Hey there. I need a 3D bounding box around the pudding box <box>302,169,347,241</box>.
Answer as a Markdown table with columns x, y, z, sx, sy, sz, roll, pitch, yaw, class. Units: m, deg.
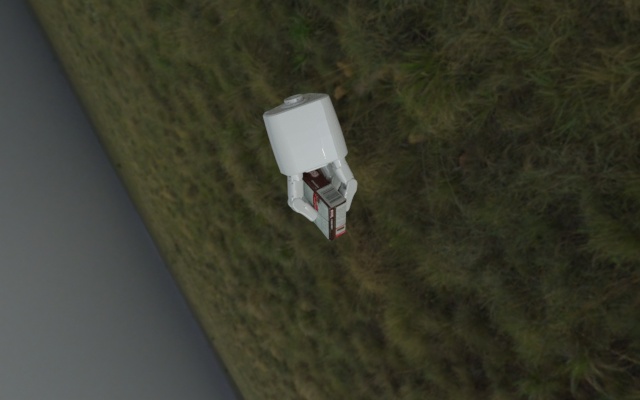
| x | y | z | sx | sy | sz | roll | pitch | yaw | class |
| --- | --- | --- | --- | --- | --- | --- | --- | --- | --- |
| 0.000 | 0.003 | 0.847 | 0.039 | 0.090 | 0.113 | -25 | 51 | -20 | pudding box |
